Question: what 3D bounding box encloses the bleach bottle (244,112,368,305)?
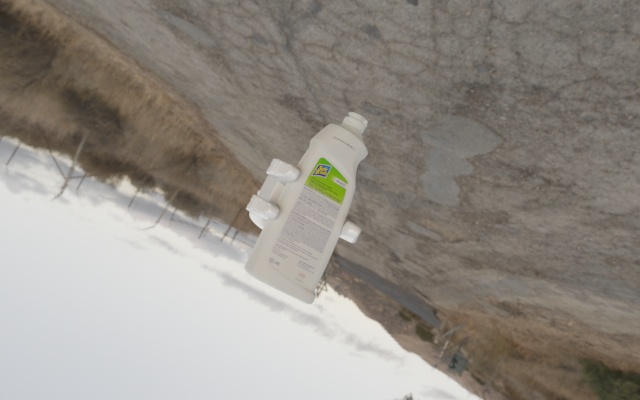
[{"bbox_3d":[0.000,0.002,0.632,0.102,0.251,0.068,30,-7,-18],"label":"bleach bottle"}]
